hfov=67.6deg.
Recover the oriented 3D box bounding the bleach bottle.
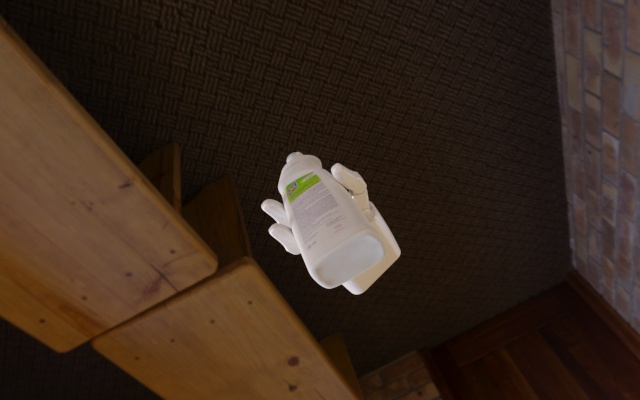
[{"bbox_3d":[0.000,0.002,0.673,0.102,0.068,0.250,-33,39,7],"label":"bleach bottle"}]
